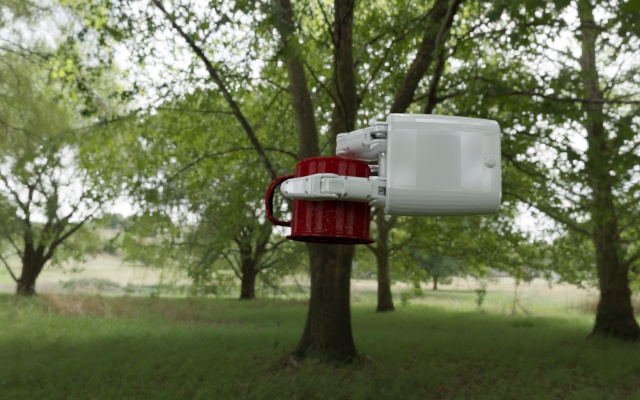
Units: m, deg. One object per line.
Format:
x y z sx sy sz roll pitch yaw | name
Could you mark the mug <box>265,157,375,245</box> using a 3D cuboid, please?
-0.001 0.001 0.504 0.117 0.081 0.093 3 -9 2 | mug
